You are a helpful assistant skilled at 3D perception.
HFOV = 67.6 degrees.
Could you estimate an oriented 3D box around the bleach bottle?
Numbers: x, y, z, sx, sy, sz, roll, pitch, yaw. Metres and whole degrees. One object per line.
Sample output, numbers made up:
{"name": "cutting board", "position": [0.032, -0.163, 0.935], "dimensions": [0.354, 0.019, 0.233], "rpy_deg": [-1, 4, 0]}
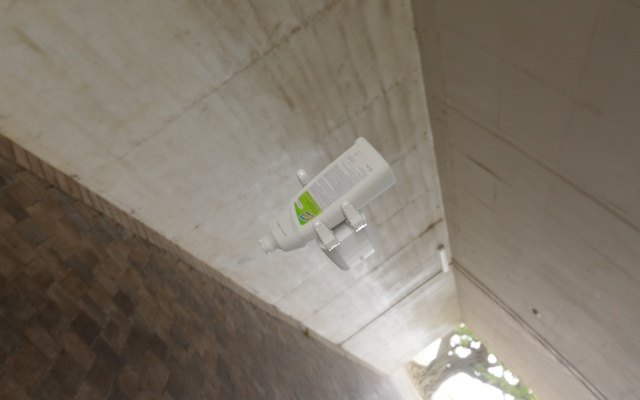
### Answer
{"name": "bleach bottle", "position": [0.000, 0.003, 0.817], "dimensions": [0.251, 0.102, 0.068], "rpy_deg": [-36, -40, -1]}
